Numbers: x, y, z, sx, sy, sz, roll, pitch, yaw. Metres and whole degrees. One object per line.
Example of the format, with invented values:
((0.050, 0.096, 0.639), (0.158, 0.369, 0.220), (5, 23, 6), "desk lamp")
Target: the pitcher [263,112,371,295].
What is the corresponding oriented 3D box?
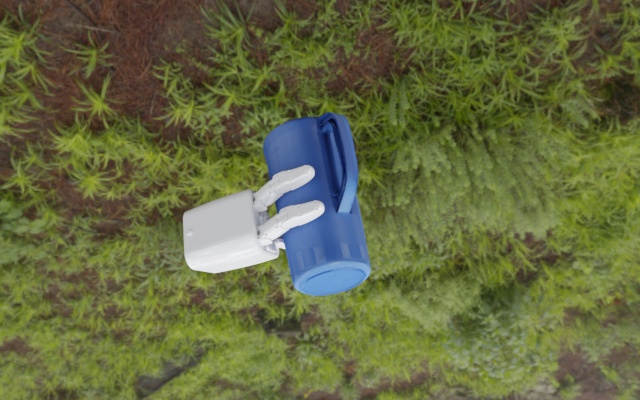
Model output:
((0.000, 0.002, 0.692), (0.145, 0.242, 0.149), (-17, -30, 8), "pitcher")
